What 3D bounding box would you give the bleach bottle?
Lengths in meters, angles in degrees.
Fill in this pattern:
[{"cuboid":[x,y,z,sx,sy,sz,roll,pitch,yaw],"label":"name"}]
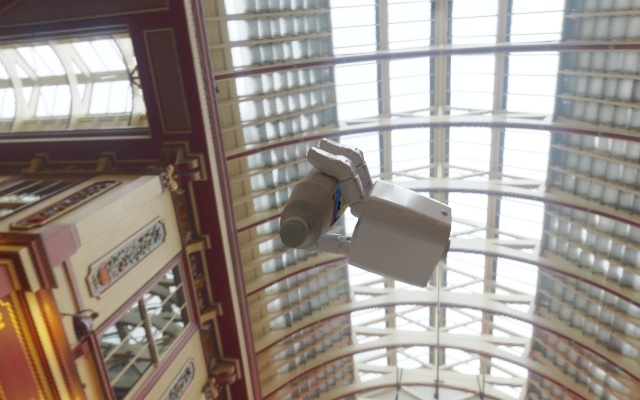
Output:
[{"cuboid":[0.000,0.002,0.619,0.068,0.103,0.250,18,24,9],"label":"bleach bottle"}]
